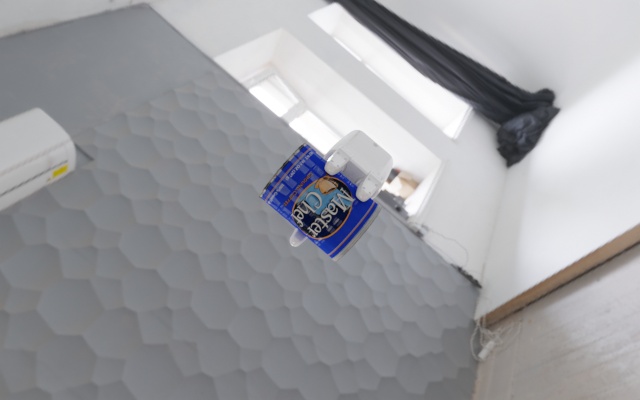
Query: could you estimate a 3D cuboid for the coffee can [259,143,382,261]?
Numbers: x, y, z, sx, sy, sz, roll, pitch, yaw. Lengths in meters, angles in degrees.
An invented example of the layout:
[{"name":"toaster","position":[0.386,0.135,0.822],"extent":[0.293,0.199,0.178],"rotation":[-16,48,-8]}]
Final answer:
[{"name":"coffee can","position":[0.000,0.002,0.673],"extent":[0.140,0.103,0.103],"rotation":[40,0,0]}]
